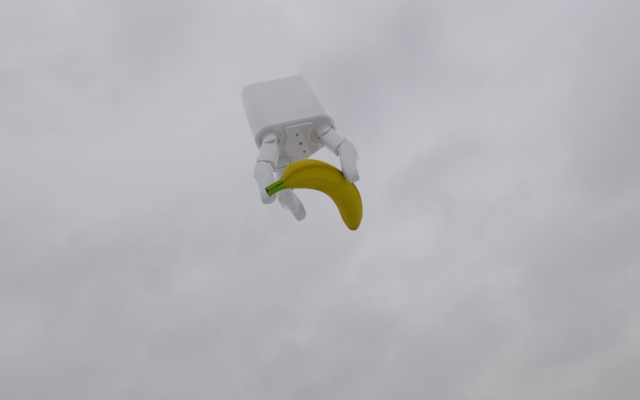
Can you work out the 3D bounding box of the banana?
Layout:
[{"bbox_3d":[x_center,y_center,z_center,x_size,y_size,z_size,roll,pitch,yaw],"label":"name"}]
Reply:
[{"bbox_3d":[0.011,-0.011,0.636,0.070,0.037,0.198,-43,-39,18],"label":"banana"}]
